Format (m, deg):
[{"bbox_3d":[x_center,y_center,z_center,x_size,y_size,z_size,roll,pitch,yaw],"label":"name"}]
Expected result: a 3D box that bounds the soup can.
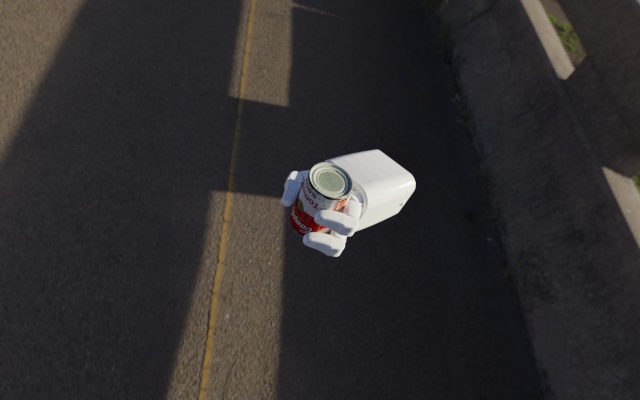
[{"bbox_3d":[0.000,0.002,0.693,0.068,0.068,0.102,0,-37,-22],"label":"soup can"}]
